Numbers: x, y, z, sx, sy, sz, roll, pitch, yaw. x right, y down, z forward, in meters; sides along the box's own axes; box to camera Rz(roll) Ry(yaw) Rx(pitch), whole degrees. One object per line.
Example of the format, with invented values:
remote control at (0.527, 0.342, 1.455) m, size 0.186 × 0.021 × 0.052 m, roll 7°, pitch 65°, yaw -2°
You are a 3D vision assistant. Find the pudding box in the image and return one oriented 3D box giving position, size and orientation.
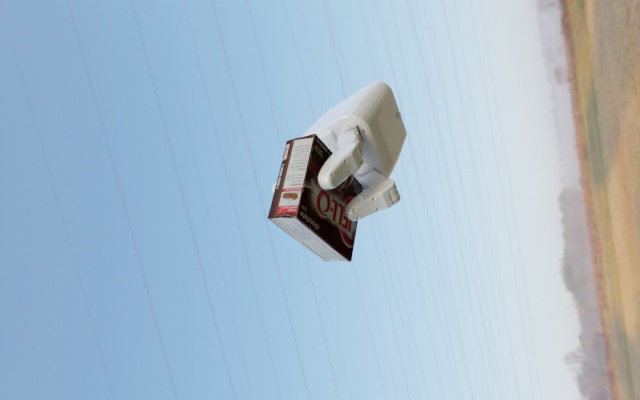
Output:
pudding box at (0.000, 0.002, 0.483) m, size 0.039 × 0.090 × 0.113 m, roll -7°, pitch -30°, yaw 33°
